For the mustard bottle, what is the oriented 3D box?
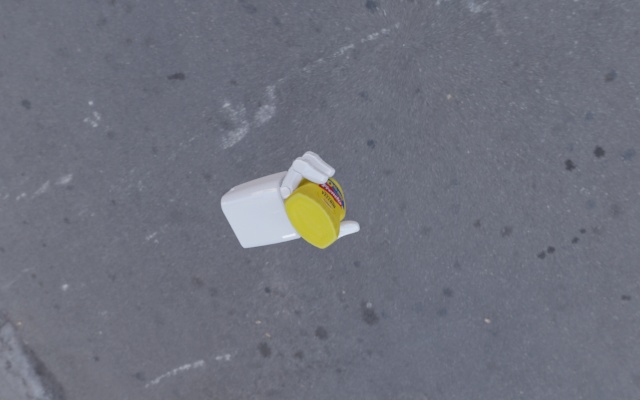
[{"bbox_3d":[0.000,0.003,0.793,0.058,0.096,0.191,-39,8,19],"label":"mustard bottle"}]
